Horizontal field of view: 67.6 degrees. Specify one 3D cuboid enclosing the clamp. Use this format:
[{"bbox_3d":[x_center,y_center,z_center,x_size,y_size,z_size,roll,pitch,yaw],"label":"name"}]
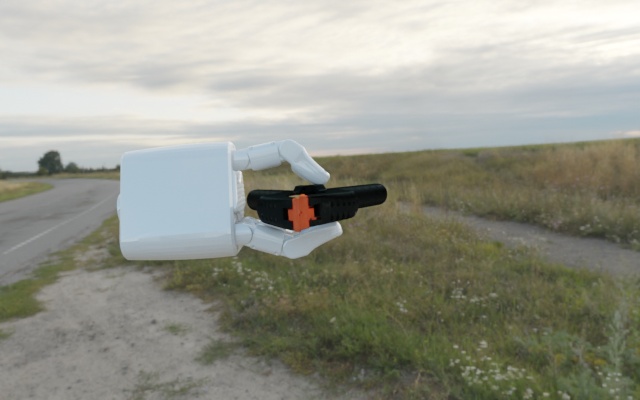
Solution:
[{"bbox_3d":[0.000,0.001,0.479,0.164,0.036,0.210,-4,4,-3],"label":"clamp"}]
